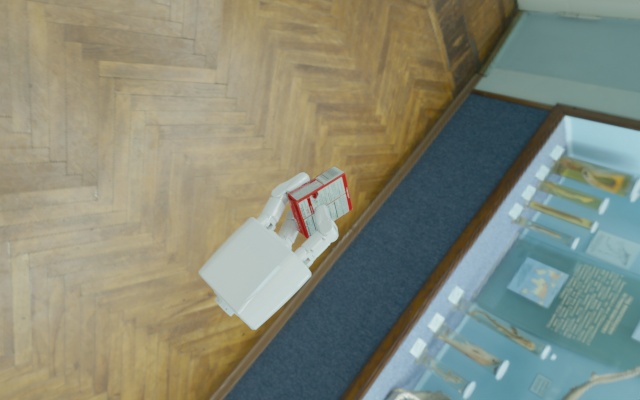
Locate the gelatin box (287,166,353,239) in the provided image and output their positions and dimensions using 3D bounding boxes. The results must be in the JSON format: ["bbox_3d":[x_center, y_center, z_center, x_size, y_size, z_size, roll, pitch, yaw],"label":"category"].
[{"bbox_3d":[0.001,0.002,0.698,0.089,0.073,0.030,-32,43,-19],"label":"gelatin box"}]
